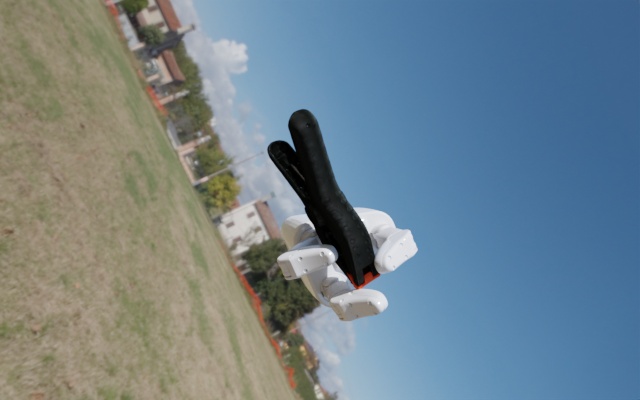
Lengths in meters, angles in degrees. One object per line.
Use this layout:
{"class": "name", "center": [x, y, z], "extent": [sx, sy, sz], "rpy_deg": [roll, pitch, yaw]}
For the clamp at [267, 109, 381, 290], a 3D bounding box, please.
{"class": "clamp", "center": [0.001, 0.001, 0.454], "extent": [0.039, 0.171, 0.120], "rpy_deg": [-26, 9, -12]}
